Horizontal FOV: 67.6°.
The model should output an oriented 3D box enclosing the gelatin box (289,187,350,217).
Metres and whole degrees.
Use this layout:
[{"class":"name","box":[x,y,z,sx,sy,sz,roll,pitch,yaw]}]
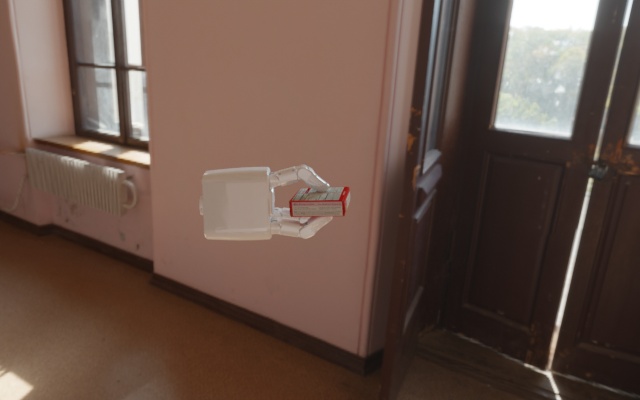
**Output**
[{"class":"gelatin box","box":[0.000,0.002,0.776,0.089,0.030,0.073,-2,18,11]}]
